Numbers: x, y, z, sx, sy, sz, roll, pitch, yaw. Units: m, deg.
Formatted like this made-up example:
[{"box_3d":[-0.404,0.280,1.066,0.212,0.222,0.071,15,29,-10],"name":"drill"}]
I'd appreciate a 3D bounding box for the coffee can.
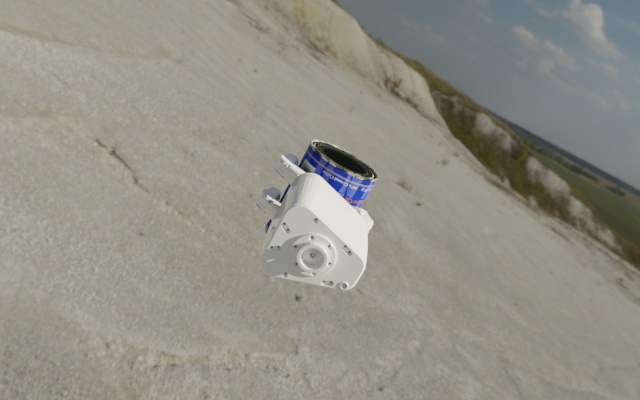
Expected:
[{"box_3d":[0.000,0.002,0.654,0.103,0.140,0.102,26,19,-10],"name":"coffee can"}]
